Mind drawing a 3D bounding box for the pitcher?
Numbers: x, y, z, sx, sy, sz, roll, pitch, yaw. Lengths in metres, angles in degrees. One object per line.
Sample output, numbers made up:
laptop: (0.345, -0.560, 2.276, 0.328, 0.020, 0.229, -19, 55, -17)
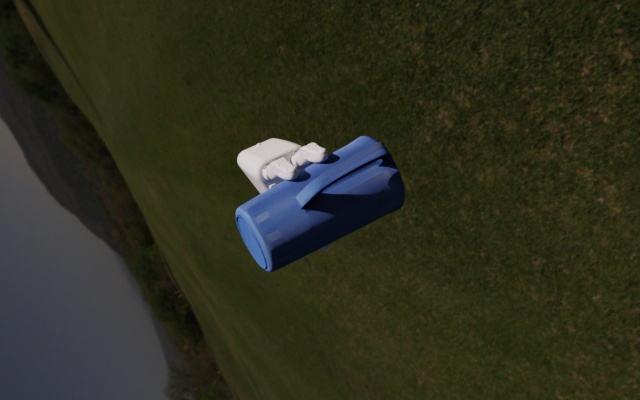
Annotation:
pitcher: (0.000, 0.002, 0.725, 0.243, 0.149, 0.145, -28, 30, -20)
